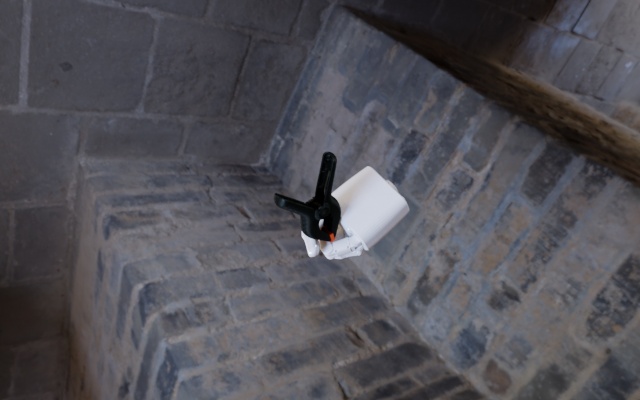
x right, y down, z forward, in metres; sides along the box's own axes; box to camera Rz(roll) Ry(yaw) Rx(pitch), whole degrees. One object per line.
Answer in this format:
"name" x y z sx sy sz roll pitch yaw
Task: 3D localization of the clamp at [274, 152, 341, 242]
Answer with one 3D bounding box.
"clamp" 0.000 0.003 0.776 0.039 0.120 0.172 43 -9 36
